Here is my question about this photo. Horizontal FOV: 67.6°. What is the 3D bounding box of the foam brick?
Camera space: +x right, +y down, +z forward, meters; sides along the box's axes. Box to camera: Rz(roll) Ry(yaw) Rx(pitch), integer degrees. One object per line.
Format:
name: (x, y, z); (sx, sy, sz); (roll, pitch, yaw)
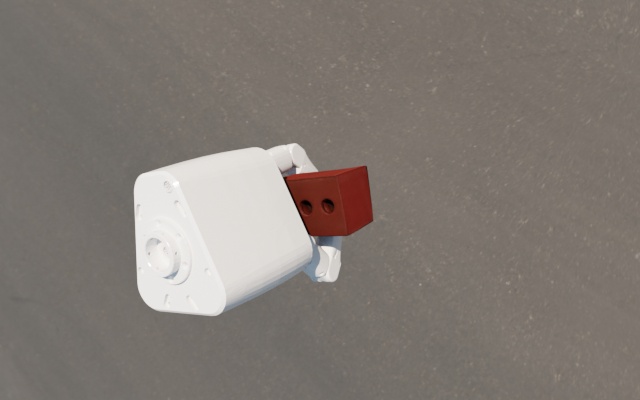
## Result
foam brick: (0.000, 0.001, 0.427); (0.078, 0.053, 0.051); (-5, 10, 33)
